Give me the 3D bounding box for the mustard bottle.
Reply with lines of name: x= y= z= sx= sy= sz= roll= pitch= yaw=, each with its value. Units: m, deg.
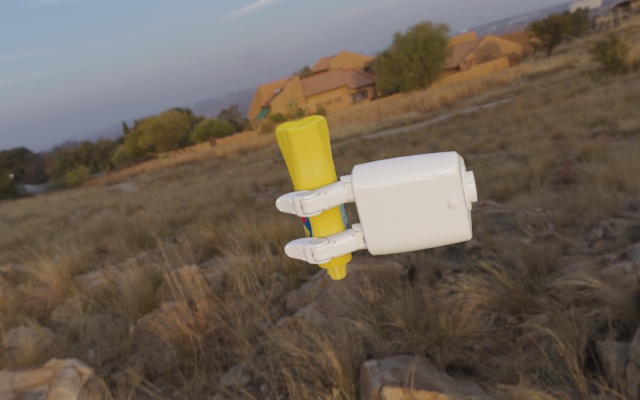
mustard bottle: x=0.000 y=0.002 z=0.552 sx=0.058 sy=0.192 sz=0.096 roll=-16 pitch=14 yaw=-4
